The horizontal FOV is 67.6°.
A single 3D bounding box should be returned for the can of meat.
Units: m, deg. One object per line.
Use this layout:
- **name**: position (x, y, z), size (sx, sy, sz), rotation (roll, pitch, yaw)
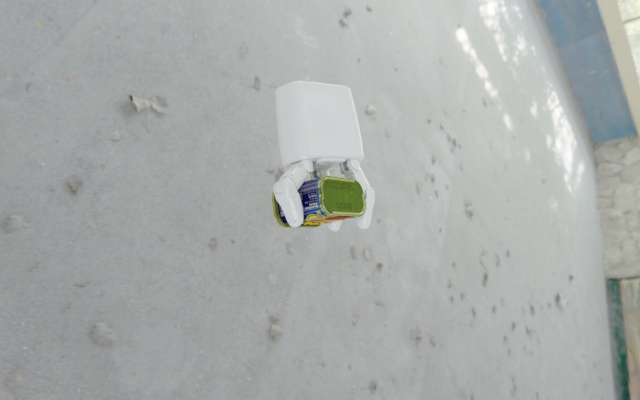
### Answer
- **can of meat**: position (0.000, 0.002, 0.645), size (0.084, 0.057, 0.102), rotation (-14, -11, 38)
